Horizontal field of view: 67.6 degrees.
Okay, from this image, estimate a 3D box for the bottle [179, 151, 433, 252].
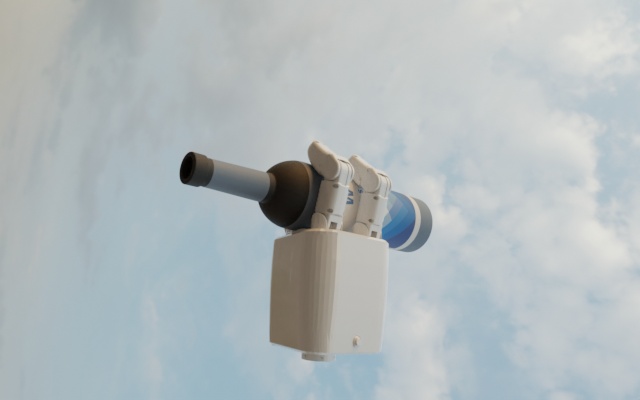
[{"bbox_3d":[0.000,0.002,0.481,0.296,0.069,0.069,15,-10,-41],"label":"bottle"}]
